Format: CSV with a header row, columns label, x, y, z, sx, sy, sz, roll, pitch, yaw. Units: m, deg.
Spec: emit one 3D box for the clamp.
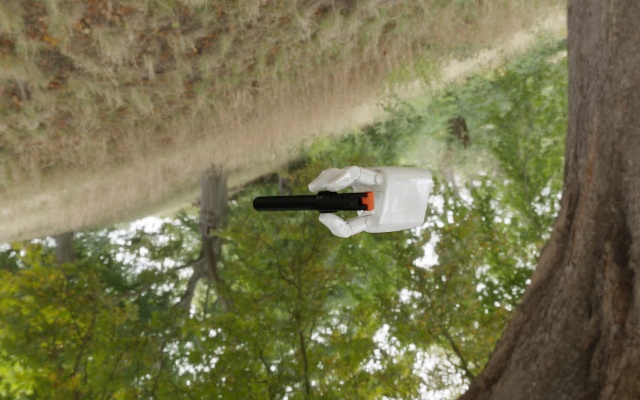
label,x,y,z,sx,sy,sz,roll,pitch,yaw
clamp,0.001,0.003,0.760,0.164,0.036,0.210,-4,2,-32
